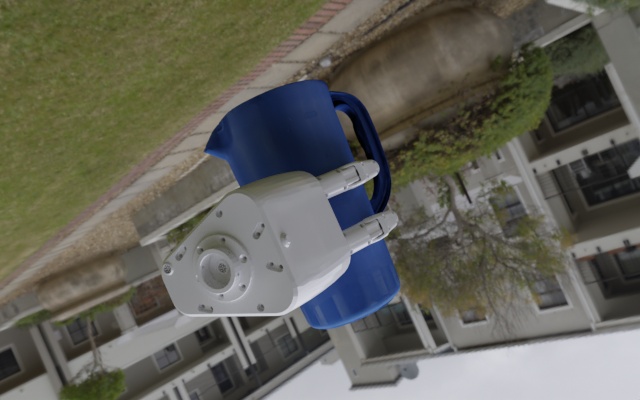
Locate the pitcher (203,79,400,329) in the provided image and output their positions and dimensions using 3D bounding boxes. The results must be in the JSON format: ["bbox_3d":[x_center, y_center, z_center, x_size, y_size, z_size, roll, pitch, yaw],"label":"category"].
[{"bbox_3d":[0.000,0.002,0.515,0.149,0.243,0.145,-24,-2,22],"label":"pitcher"}]
